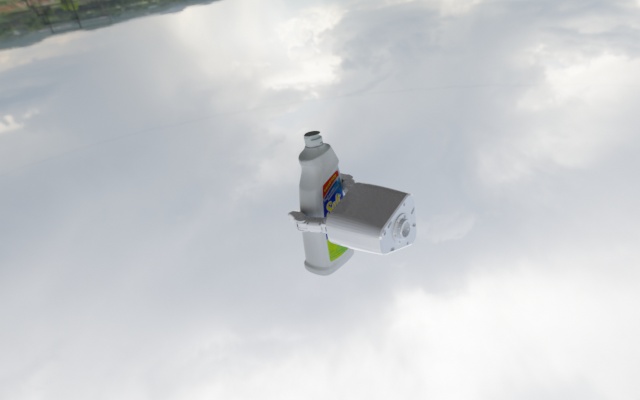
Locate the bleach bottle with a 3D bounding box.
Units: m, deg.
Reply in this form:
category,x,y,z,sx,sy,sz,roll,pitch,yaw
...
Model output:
category,x,y,z,sx,sy,sz,roll,pitch,yaw
bleach bottle,0.000,0.003,0.848,0.068,0.251,0.102,13,34,39
